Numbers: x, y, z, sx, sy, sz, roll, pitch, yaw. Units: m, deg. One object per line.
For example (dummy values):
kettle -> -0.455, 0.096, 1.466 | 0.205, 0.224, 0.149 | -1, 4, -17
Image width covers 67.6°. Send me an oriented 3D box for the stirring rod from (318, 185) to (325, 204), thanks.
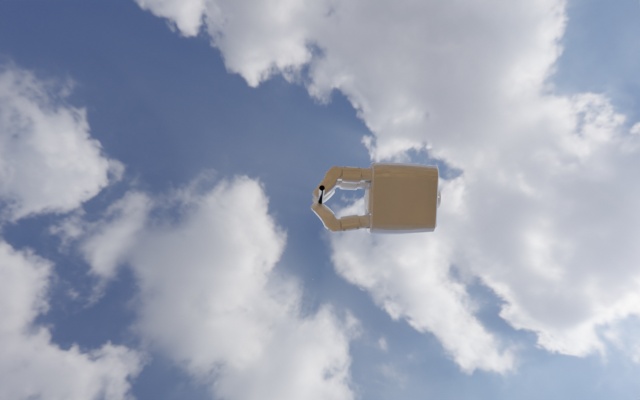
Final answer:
stirring rod -> 0.000, 0.003, 0.771 | 0.011, 0.011, 0.239 | 0, -9, -1
